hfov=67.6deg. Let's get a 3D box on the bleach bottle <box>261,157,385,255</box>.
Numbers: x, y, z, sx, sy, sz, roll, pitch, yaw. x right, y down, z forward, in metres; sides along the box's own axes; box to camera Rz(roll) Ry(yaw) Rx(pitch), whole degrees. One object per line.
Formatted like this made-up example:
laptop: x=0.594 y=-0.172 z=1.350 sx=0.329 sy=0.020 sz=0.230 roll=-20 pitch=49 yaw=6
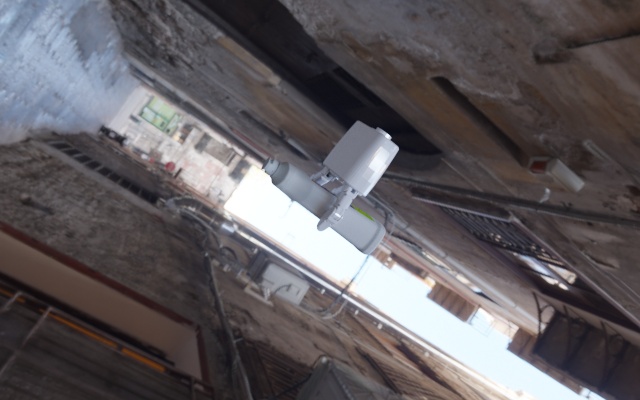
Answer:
bleach bottle: x=0.000 y=0.003 z=0.892 sx=0.251 sy=0.068 sz=0.102 roll=35 pitch=4 yaw=-20
